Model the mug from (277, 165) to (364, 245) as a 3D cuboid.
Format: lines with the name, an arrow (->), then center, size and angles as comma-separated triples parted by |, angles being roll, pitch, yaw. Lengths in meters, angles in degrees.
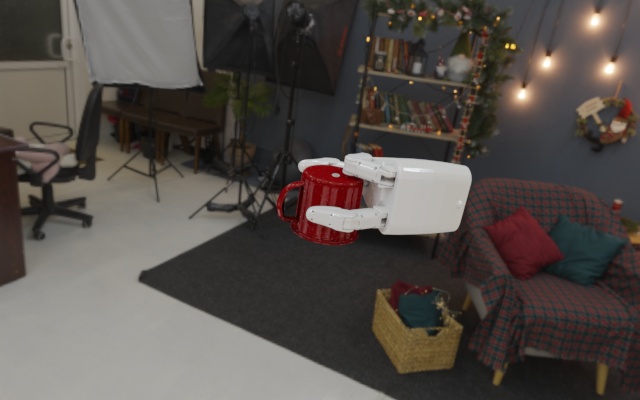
mug -> -0.001, 0.002, 0.625 | 0.117, 0.081, 0.093 | 2, 21, -19
